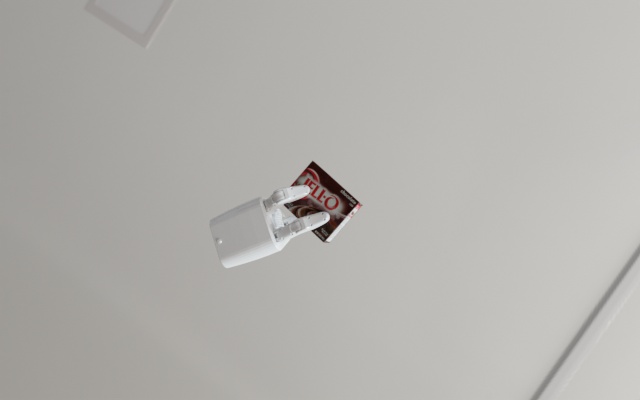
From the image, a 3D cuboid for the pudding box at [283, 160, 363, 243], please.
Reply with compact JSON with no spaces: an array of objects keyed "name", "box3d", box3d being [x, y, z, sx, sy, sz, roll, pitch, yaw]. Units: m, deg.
[{"name":"pudding box","box3d":[0.000,0.003,0.803,0.113,0.090,0.039,42,5,15]}]
